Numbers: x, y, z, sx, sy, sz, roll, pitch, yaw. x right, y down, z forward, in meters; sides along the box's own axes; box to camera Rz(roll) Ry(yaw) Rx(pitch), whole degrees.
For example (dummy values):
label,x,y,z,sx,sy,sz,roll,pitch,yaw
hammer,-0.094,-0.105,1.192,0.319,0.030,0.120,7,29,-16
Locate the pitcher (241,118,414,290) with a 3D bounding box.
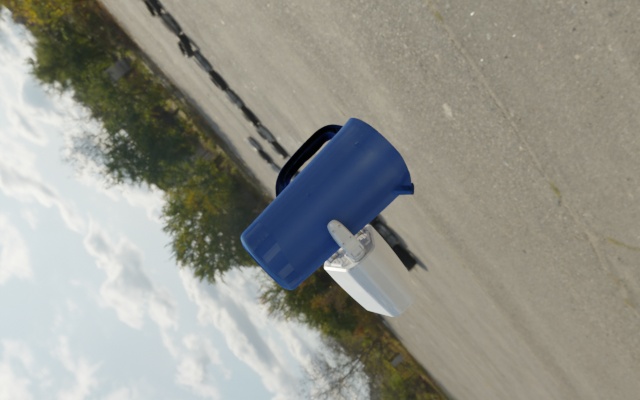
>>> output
label,x,y,z,sx,sy,sz,roll,pitch,yaw
pitcher,0.000,0.002,0.689,0.243,0.145,0.149,-44,13,-5
